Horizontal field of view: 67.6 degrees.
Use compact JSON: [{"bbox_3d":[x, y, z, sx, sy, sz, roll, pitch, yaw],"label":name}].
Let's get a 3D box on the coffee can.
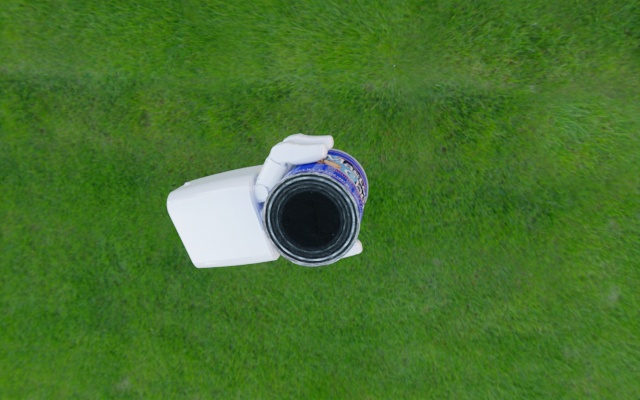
[{"bbox_3d":[0.000,0.002,0.553,0.103,0.103,0.140,0,16,9],"label":"coffee can"}]
